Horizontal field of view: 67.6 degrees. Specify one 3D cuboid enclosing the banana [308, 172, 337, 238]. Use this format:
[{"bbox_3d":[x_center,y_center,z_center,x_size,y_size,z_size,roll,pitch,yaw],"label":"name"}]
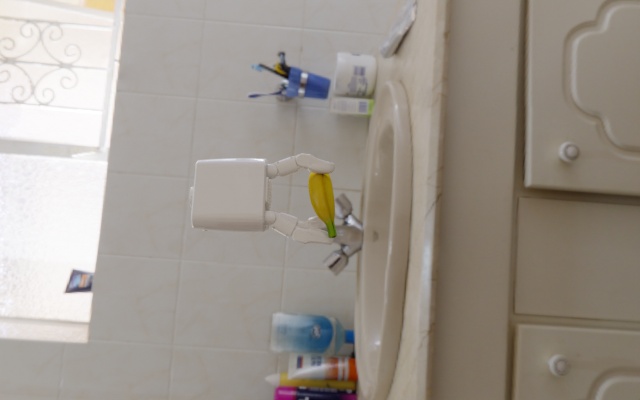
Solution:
[{"bbox_3d":[0.000,-0.013,0.754,0.037,0.070,0.197,-3,23,-2],"label":"banana"}]
